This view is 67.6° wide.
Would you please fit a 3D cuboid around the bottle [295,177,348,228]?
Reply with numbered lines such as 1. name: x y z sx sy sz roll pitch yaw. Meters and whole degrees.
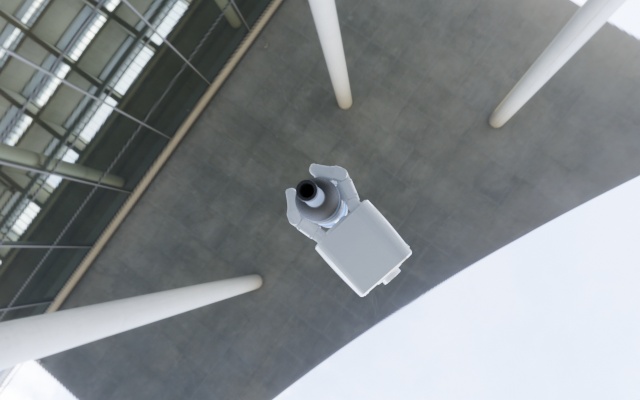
1. bottle: 0.000 0.002 0.738 0.069 0.069 0.296 0 -6 7
